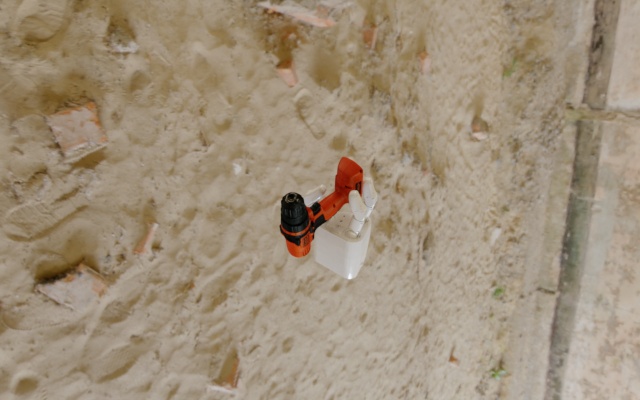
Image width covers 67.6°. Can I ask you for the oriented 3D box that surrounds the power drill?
[{"bbox_3d":[0.000,0.003,0.885,0.057,0.187,0.185,38,-25,22],"label":"power drill"}]
